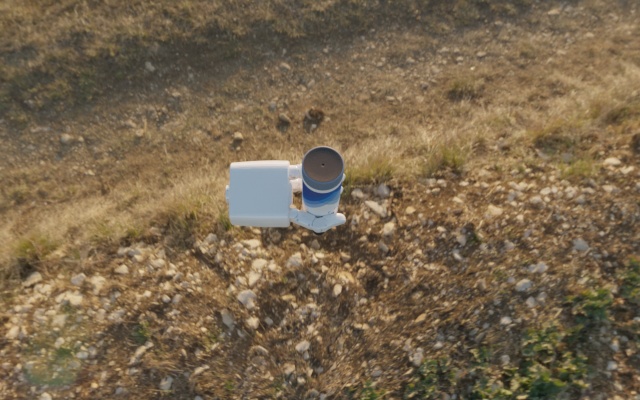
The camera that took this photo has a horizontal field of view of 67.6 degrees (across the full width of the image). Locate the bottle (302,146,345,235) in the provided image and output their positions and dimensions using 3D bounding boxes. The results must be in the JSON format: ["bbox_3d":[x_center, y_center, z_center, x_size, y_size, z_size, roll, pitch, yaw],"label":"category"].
[{"bbox_3d":[0.000,0.003,0.871,0.069,0.069,0.296,0,-23,-2],"label":"bottle"}]
